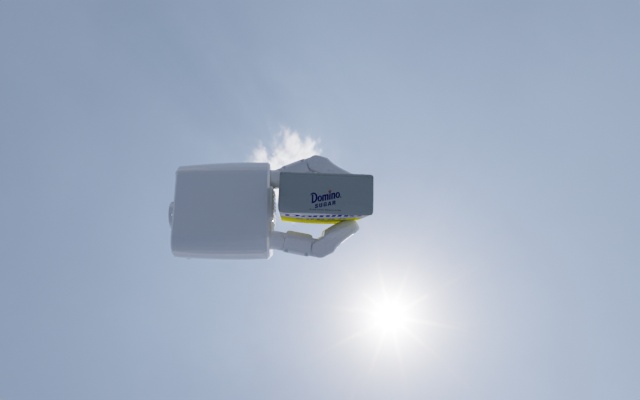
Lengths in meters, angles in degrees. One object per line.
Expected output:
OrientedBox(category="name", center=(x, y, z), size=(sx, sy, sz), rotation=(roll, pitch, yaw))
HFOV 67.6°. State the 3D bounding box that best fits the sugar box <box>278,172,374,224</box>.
OrientedBox(category="sugar box", center=(0.000, 0.002, 0.538), size=(0.093, 0.048, 0.176), rotation=(2, -3, -3))
